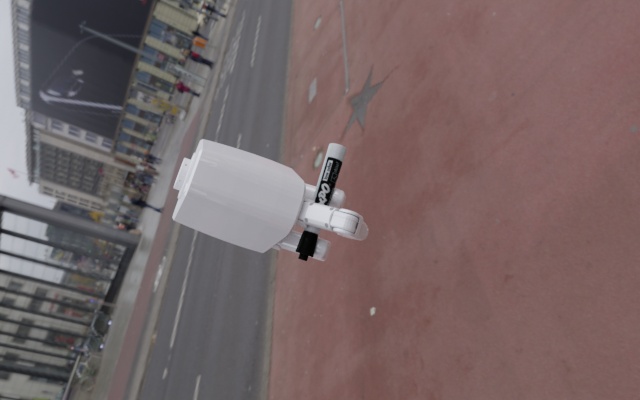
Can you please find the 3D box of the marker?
[{"bbox_3d":[0.000,0.002,0.479,0.020,0.121,0.020,17,-9,3],"label":"marker"}]
